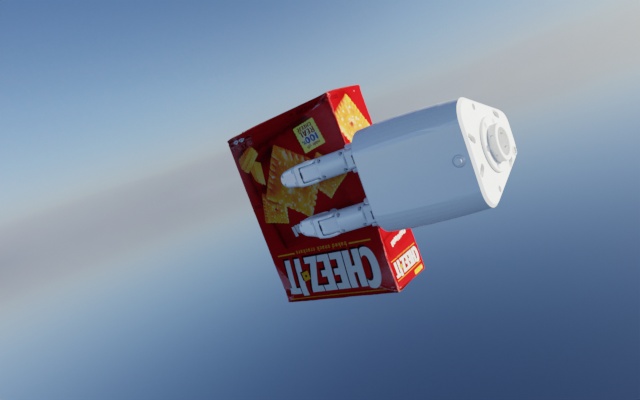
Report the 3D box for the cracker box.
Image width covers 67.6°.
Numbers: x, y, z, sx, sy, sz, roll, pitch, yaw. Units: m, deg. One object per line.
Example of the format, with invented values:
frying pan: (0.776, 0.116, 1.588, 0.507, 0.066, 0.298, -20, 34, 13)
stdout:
cracker box: (0.000, 0.002, 0.538, 0.164, 0.214, 0.072, -15, 8, 40)
